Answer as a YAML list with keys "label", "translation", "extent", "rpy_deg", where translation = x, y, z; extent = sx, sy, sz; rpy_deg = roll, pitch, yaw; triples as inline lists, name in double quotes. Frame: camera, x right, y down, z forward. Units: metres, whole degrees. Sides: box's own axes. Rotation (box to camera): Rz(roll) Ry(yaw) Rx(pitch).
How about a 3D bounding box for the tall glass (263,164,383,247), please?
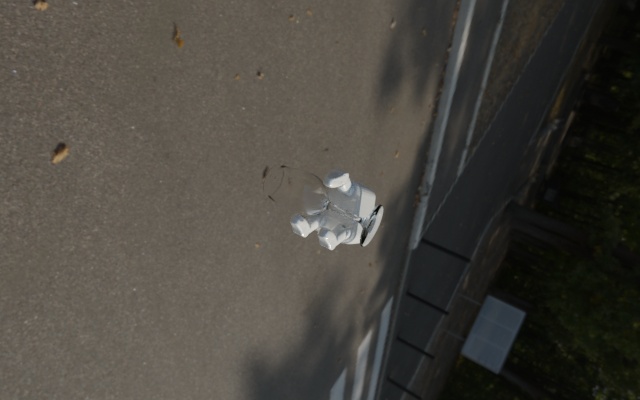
- label: "tall glass"
  translation: [0.001, 0.003, 0.806]
  extent: [0.201, 0.079, 0.079]
  rpy_deg: [25, 10, 23]
